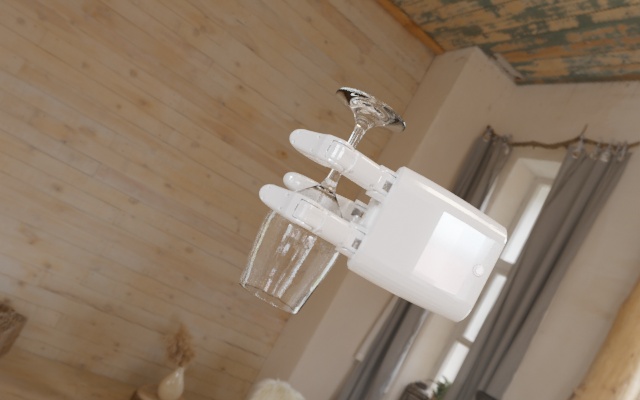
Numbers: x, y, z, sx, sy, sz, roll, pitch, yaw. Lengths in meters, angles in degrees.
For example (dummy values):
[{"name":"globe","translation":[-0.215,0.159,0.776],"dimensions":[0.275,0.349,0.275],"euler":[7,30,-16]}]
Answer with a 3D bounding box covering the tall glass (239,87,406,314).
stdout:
[{"name":"tall glass","translation":[0.000,0.001,0.442],"dimensions":[0.079,0.201,0.079],"euler":[29,-5,3]}]
